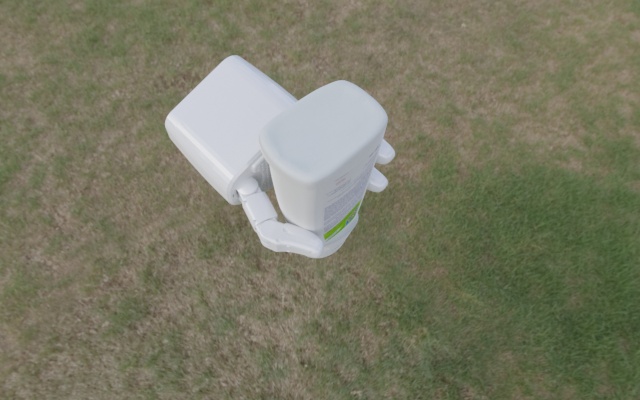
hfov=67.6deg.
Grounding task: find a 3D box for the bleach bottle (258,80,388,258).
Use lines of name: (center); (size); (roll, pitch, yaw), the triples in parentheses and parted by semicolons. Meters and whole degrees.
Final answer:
bleach bottle: (0.000, 0.001, 0.468); (0.102, 0.068, 0.251); (-38, -20, -20)
